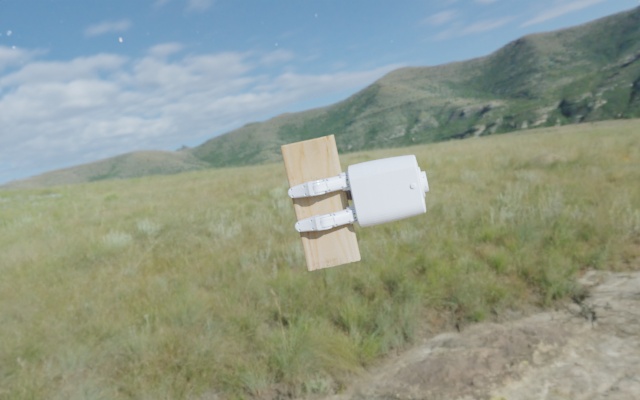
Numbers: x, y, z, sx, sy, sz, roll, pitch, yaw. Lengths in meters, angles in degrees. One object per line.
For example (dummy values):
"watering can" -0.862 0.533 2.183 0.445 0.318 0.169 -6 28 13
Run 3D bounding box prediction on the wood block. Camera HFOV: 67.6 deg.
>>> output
"wood block" 0.000 0.002 0.804 0.090 0.206 0.091 -12 3 1
